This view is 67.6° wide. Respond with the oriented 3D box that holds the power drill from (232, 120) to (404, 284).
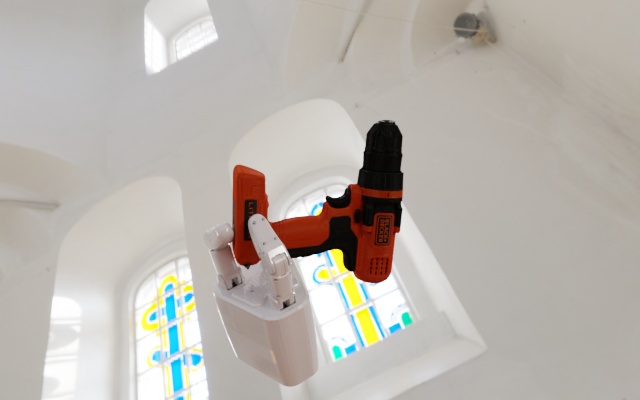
[{"bbox_3d":[0.000,0.002,0.518,0.187,0.184,0.057,1,9,-13],"label":"power drill"}]
